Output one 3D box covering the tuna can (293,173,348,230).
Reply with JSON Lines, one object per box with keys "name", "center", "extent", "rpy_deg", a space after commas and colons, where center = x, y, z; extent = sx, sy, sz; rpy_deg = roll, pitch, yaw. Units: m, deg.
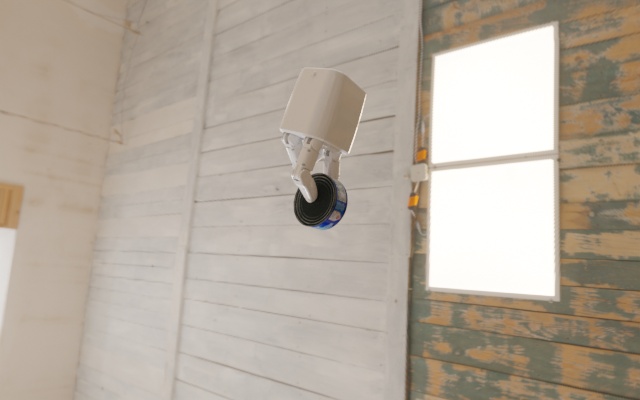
{"name": "tuna can", "center": [0.000, 0.003, 0.747], "extent": [0.086, 0.086, 0.034], "rpy_deg": [0, -15, 41]}
